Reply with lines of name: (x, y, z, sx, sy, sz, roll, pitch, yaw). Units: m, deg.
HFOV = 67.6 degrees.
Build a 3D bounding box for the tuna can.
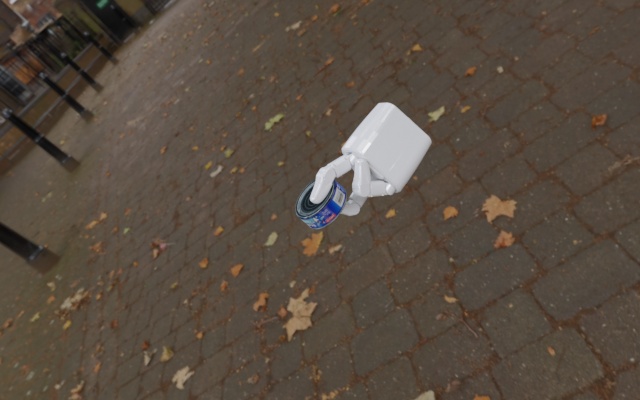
tuna can: (0.000, 0.002, 0.780, 0.034, 0.086, 0.086, 41, -25, -32)
